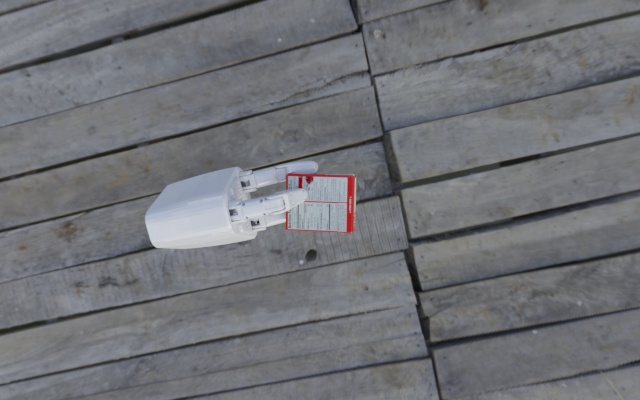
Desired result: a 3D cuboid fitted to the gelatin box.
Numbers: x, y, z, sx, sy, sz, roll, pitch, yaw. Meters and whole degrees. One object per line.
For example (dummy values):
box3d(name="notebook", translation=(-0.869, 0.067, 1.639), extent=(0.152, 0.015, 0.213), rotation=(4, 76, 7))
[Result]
box3d(name="gelatin box", translation=(0.000, 0.002, 0.610), extent=(0.089, 0.073, 0.030), rotation=(2, 7, 10))
